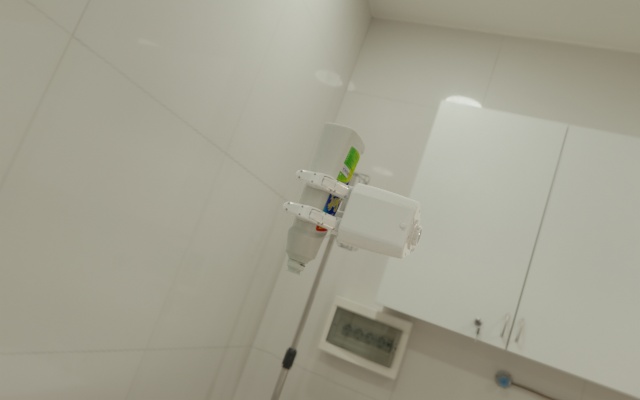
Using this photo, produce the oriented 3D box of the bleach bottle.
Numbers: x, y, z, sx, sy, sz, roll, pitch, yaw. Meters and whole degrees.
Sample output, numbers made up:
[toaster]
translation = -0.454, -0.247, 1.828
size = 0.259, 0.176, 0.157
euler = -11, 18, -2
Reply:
[bleach bottle]
translation = 0.000, 0.003, 0.798
size = 0.068, 0.251, 0.102
euler = 16, -10, 20
